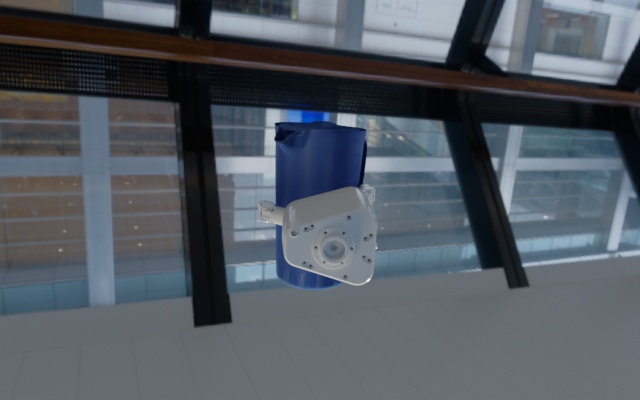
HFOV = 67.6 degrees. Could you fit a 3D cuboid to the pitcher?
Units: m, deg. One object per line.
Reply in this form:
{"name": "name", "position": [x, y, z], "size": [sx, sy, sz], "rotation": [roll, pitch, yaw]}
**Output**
{"name": "pitcher", "position": [0.000, 0.002, 0.721], "size": [0.149, 0.243, 0.145], "rotation": [3, 13, -5]}
